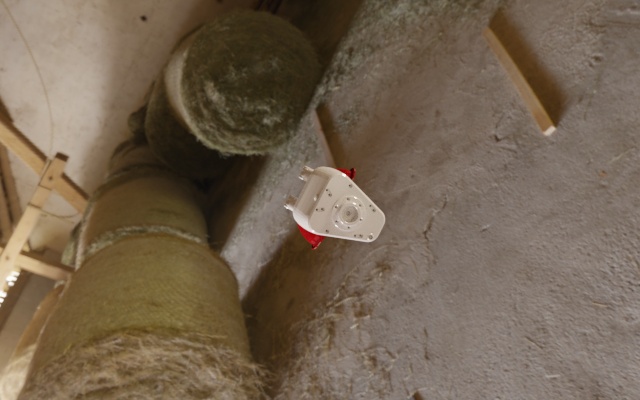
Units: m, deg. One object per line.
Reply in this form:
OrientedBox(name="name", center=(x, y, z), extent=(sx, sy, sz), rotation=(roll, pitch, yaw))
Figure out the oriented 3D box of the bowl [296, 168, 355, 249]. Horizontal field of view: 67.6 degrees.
OrientedBox(name="bowl", center=(-0.001, 0.003, 0.846), extent=(0.055, 0.162, 0.162), rotation=(27, -3, -5))
